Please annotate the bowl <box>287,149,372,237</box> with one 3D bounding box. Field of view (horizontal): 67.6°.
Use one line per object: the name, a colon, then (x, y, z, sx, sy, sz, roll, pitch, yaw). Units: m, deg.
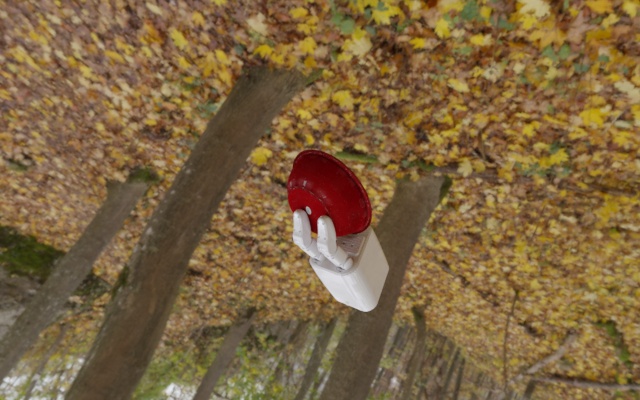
bowl: (-0.001, 0.002, 0.747, 0.055, 0.162, 0.162, -41, 25, -32)
